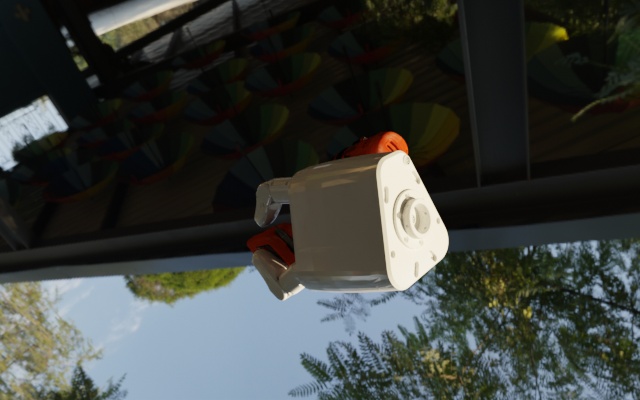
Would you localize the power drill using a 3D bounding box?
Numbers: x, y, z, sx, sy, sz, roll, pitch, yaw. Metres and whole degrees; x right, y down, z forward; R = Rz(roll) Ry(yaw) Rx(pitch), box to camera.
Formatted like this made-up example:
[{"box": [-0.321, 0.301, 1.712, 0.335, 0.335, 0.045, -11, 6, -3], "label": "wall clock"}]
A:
[{"box": [0.000, 0.002, 0.562, 0.187, 0.057, 0.184, -47, 9, -21], "label": "power drill"}]
